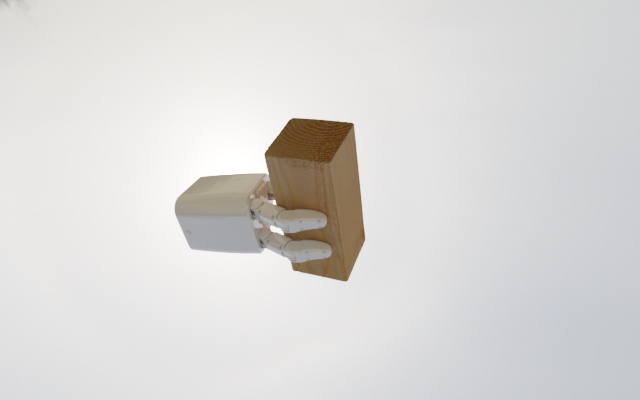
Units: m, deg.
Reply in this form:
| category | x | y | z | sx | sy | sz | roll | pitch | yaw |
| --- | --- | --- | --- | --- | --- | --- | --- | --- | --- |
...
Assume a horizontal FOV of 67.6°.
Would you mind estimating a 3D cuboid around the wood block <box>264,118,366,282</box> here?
| category | x | y | z | sx | sy | sz | roll | pitch | yaw |
| --- | --- | --- | --- | --- | --- | --- | --- | --- | --- |
| wood block | 0.000 | 0.002 | 0.647 | 0.090 | 0.206 | 0.090 | 8 | 43 | 20 |
